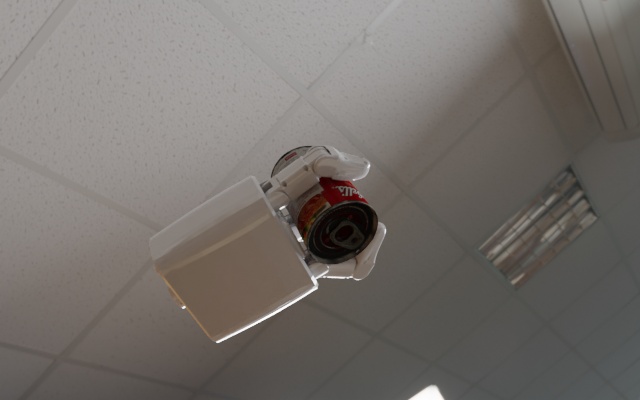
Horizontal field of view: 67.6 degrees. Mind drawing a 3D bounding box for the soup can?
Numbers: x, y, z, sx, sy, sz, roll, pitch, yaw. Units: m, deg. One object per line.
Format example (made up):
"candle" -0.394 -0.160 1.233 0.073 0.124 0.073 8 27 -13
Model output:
"soup can" 0.000 0.001 0.447 0.068 0.068 0.102 0 34 -28
